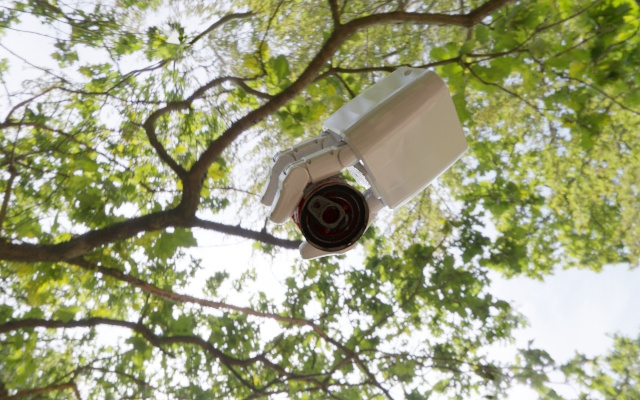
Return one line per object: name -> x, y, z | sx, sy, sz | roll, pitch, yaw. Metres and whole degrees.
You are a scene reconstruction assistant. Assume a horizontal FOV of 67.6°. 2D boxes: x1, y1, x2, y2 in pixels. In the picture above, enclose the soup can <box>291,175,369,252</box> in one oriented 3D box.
soup can -> 0.000, 0.002, 0.489 | 0.068, 0.068, 0.102 | 0, 17, -16
